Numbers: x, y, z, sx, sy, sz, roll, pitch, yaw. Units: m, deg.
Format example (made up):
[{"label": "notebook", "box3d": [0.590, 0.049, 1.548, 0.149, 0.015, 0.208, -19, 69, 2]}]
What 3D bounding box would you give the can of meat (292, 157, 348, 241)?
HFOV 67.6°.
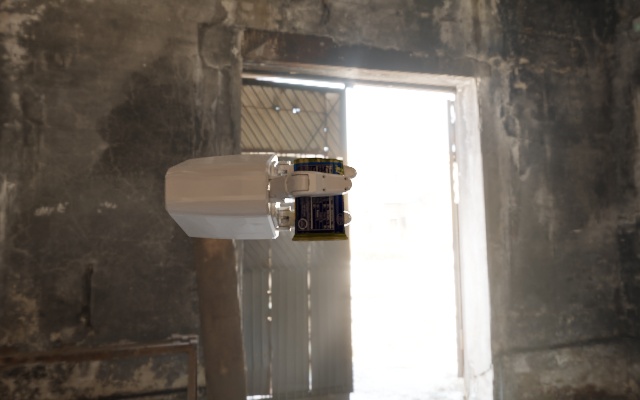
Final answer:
[{"label": "can of meat", "box3d": [0.000, 0.001, 0.518, 0.057, 0.084, 0.102, -2, -4, 3]}]
